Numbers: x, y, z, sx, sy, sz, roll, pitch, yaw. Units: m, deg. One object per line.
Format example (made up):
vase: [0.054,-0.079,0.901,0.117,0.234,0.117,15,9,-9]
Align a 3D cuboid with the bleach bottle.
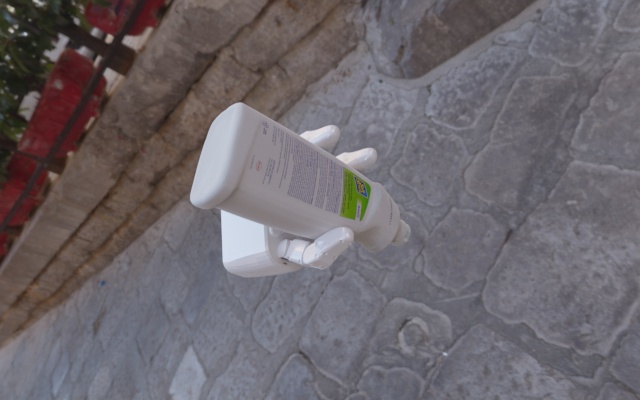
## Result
bleach bottle: [0.000,0.001,0.491,0.251,0.102,0.068,26,-30,-33]
